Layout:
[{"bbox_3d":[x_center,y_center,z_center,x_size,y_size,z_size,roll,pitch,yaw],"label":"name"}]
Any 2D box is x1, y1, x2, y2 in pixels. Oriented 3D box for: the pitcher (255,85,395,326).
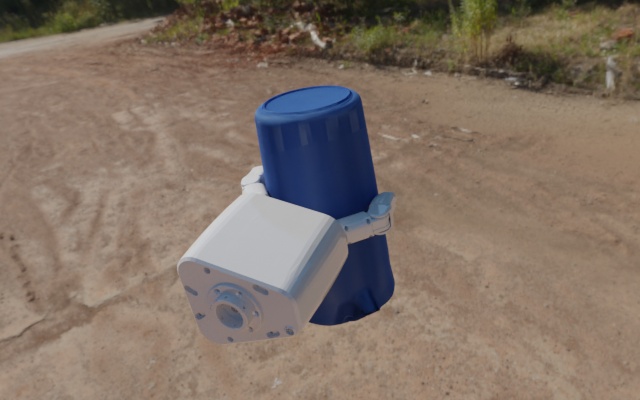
[{"bbox_3d":[0.000,0.002,0.533,0.149,0.243,0.145,3,30,23],"label":"pitcher"}]
